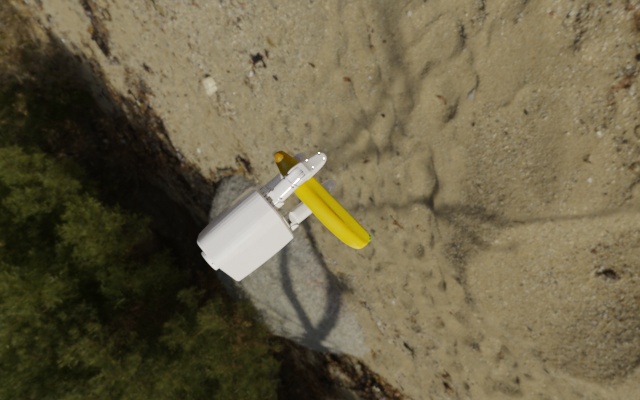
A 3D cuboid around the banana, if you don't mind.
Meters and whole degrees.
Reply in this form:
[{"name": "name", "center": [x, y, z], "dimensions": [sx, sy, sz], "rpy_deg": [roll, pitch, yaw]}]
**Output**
[{"name": "banana", "center": [0.006, 0.008, 0.673], "dimensions": [0.198, 0.037, 0.069], "rpy_deg": [45, 0, -17]}]
